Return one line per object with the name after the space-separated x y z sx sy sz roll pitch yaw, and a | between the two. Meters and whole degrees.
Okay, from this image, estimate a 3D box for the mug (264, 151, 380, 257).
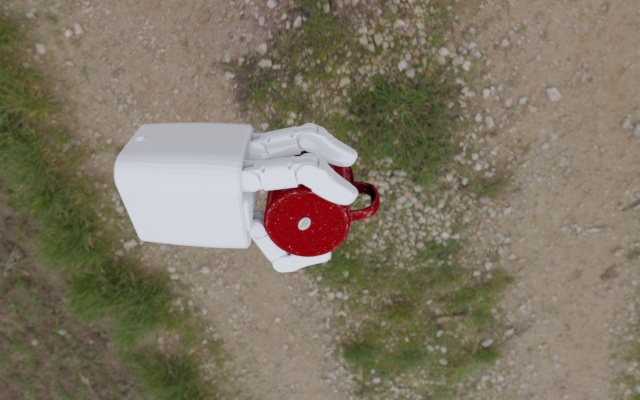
0.002 0.002 0.472 0.117 0.093 0.081 1 35 0 | mug
